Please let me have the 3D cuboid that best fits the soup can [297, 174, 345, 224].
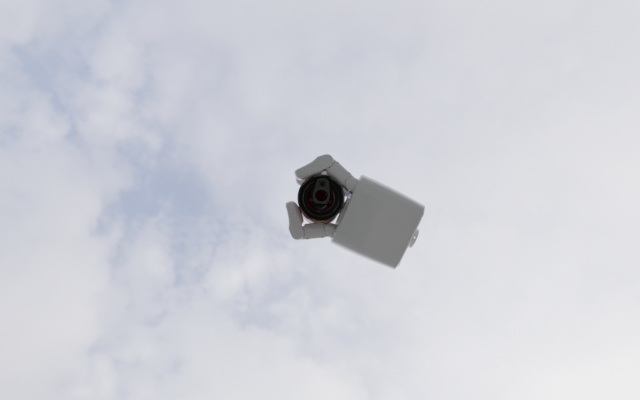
[{"bbox_3d":[0.000,0.002,0.726,0.068,0.068,0.102,0,-7,-1],"label":"soup can"}]
